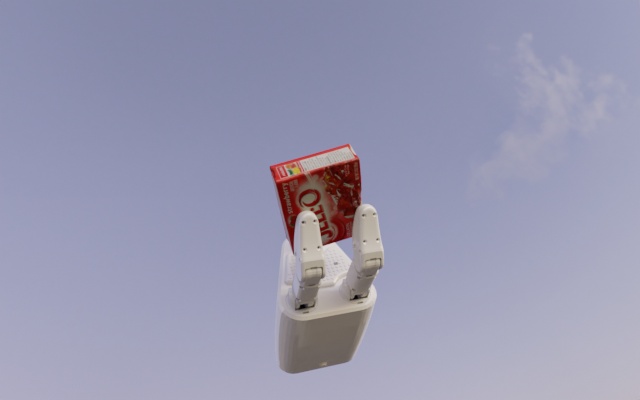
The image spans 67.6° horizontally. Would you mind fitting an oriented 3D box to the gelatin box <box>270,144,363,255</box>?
[{"bbox_3d":[0.000,0.001,0.425,0.073,0.089,0.030,-16,40,-9],"label":"gelatin box"}]
